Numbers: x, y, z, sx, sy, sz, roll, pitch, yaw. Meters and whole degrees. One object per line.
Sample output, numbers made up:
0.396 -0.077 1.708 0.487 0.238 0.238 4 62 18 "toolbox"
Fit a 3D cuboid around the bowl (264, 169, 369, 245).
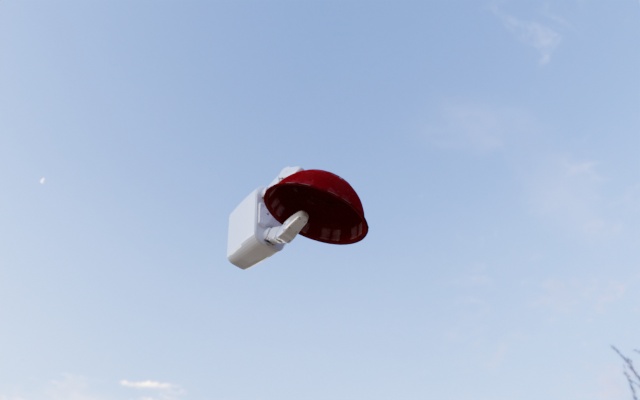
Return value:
0.001 0.002 0.710 0.162 0.055 0.162 16 -29 9 "bowl"
